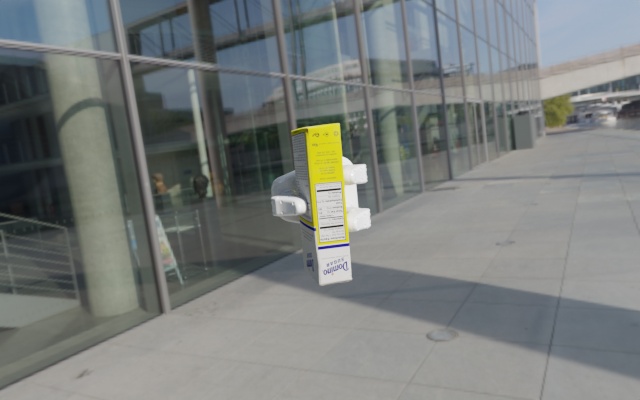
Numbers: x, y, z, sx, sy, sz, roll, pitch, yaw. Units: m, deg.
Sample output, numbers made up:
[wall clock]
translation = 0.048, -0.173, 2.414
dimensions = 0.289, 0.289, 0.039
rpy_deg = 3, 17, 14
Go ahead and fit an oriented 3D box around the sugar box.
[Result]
[sugar box]
translation = 0.001, 0.002, 0.562
dimensions = 0.048, 0.176, 0.093
rpy_deg = -9, 7, -12
